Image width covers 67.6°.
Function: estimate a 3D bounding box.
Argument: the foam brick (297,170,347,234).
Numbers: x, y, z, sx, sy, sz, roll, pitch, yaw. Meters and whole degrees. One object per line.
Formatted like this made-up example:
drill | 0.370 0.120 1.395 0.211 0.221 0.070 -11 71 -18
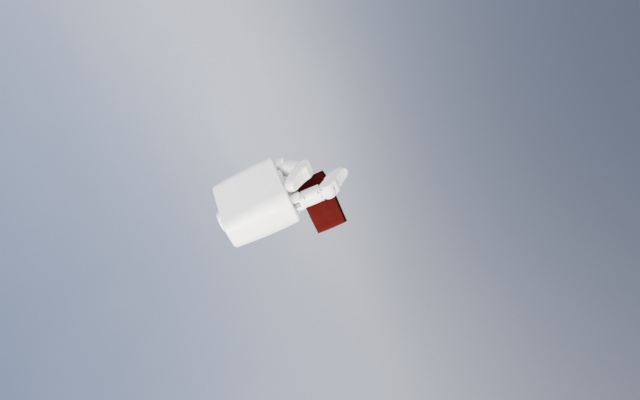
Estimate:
foam brick | 0.000 0.003 0.763 0.051 0.078 0.053 -26 33 -2
